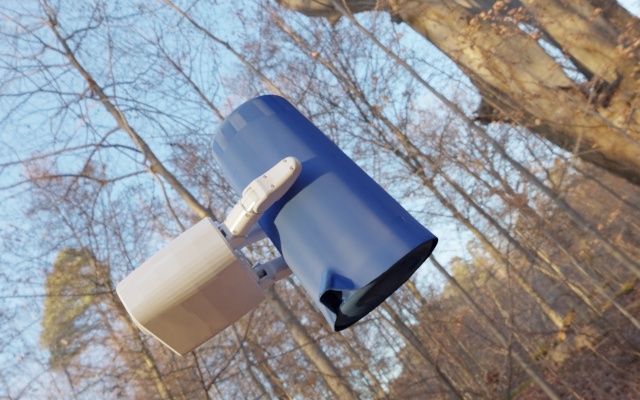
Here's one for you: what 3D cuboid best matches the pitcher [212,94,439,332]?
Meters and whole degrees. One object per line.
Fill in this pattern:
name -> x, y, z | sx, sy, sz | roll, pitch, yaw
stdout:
pitcher -> 0.000, 0.002, 0.506 | 0.145, 0.242, 0.149 | -37, -22, -10
